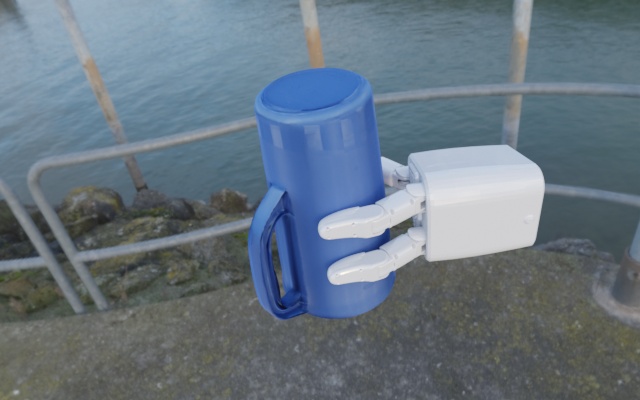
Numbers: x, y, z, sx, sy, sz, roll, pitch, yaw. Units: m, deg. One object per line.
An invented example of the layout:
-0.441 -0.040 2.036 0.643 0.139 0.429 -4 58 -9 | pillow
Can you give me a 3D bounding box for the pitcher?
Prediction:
0.000 0.002 0.489 0.145 0.243 0.149 -6 36 5 | pitcher
